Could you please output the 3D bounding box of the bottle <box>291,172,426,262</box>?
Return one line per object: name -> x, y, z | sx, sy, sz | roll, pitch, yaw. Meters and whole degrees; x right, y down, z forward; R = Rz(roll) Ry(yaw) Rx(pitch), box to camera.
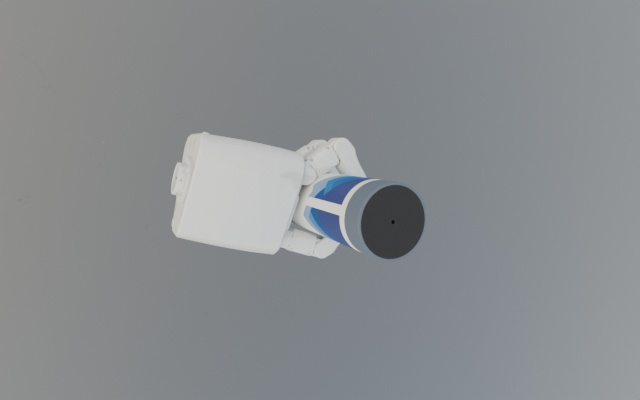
bottle -> 0.000, 0.002, 0.525 | 0.069, 0.069, 0.295 | 0, 6, -24
